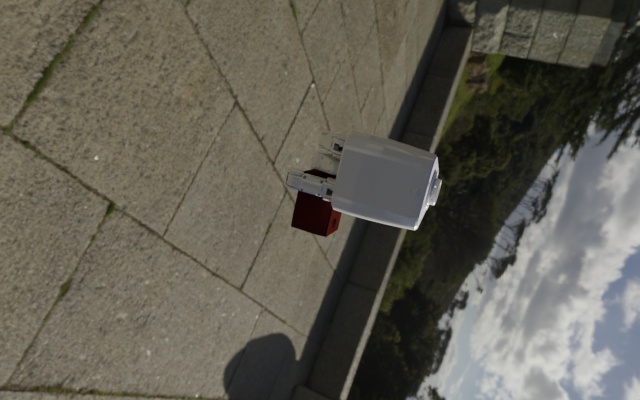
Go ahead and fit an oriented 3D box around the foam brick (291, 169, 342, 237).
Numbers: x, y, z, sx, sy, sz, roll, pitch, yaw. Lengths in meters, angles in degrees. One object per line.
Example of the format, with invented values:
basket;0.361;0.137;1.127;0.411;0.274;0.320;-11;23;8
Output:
foam brick;0.000;0.002;0.630;0.051;0.078;0.053;16;13;16
